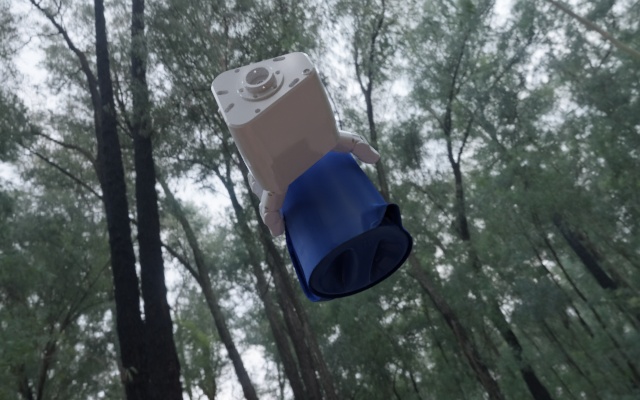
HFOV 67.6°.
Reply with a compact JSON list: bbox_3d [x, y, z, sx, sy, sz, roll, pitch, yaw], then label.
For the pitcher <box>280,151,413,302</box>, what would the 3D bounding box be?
[{"bbox_3d":[0.000,0.002,0.626,0.149,0.242,0.145,-28,-37,0],"label":"pitcher"}]
